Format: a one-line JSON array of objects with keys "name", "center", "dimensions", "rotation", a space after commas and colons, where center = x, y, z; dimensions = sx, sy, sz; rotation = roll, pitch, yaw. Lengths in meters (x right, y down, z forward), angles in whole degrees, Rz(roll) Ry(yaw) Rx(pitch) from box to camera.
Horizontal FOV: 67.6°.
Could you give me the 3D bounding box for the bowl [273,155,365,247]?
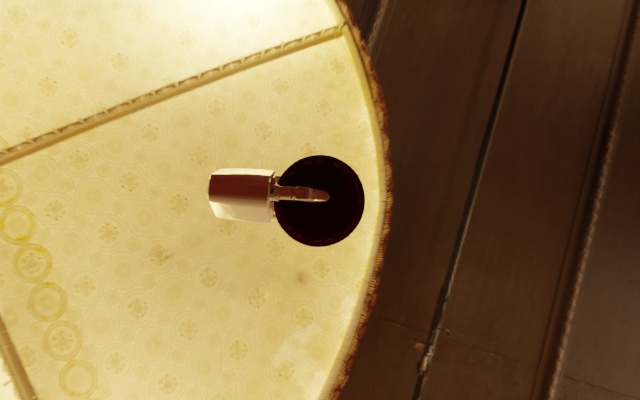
[{"name": "bowl", "center": [0.001, 0.003, 0.853], "dimensions": [0.162, 0.162, 0.055], "rotation": [0, -7, 8]}]
